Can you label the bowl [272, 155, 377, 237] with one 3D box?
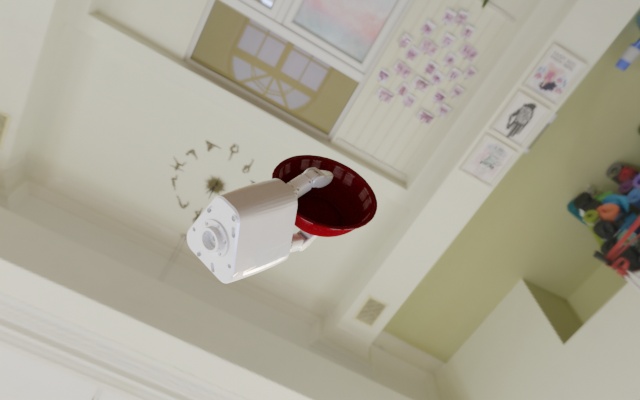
[{"bbox_3d":[0.001,0.002,0.714,0.162,0.055,0.162,13,40,-11],"label":"bowl"}]
